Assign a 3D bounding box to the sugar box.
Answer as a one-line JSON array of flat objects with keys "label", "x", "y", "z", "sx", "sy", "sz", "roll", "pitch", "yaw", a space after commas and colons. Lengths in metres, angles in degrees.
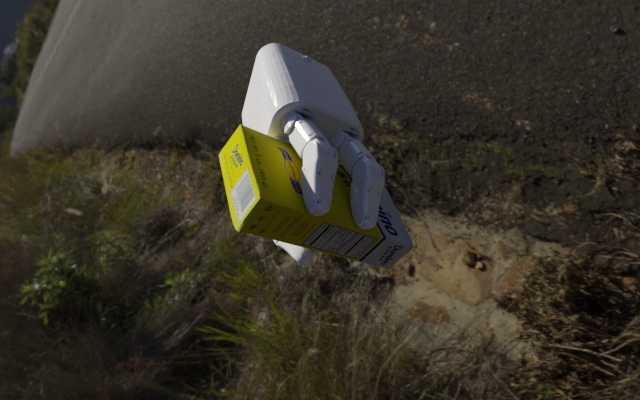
[{"label": "sugar box", "x": 0.000, "y": 0.001, "z": 0.434, "sx": 0.176, "sy": 0.093, "sz": 0.048, "roll": 15, "pitch": -51, "yaw": -36}]
